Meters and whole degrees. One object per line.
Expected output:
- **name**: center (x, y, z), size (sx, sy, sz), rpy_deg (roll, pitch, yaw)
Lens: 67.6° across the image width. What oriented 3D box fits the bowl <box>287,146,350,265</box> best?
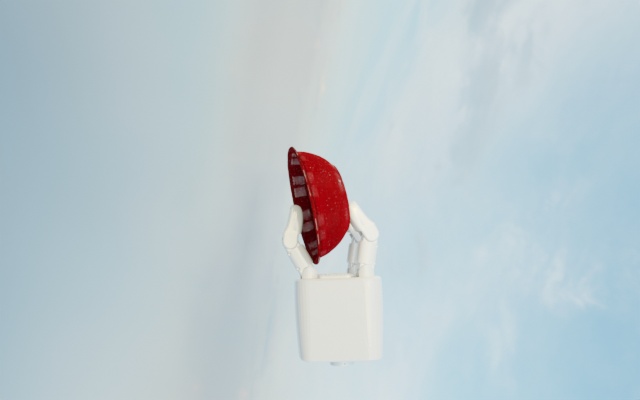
- **bowl**: center (0.000, 0.001, 0.643), size (0.055, 0.162, 0.162), rpy_deg (-13, 2, -11)
